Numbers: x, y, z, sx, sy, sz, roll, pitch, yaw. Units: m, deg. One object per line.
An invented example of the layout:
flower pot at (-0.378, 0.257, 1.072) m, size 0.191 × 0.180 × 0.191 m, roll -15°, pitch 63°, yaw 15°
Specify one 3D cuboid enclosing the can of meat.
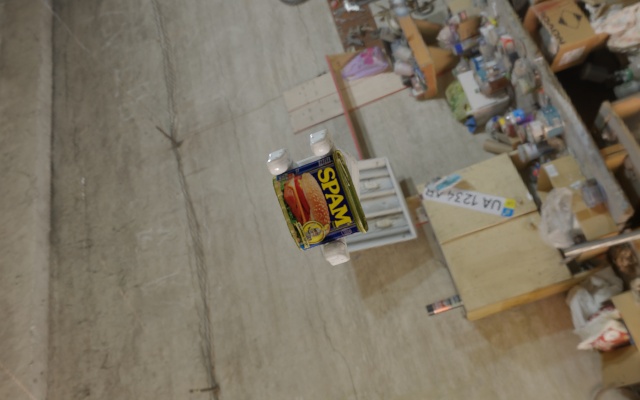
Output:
can of meat at (0.000, 0.002, 0.569) m, size 0.084 × 0.102 × 0.057 m, roll -20°, pitch 1°, yaw 11°
